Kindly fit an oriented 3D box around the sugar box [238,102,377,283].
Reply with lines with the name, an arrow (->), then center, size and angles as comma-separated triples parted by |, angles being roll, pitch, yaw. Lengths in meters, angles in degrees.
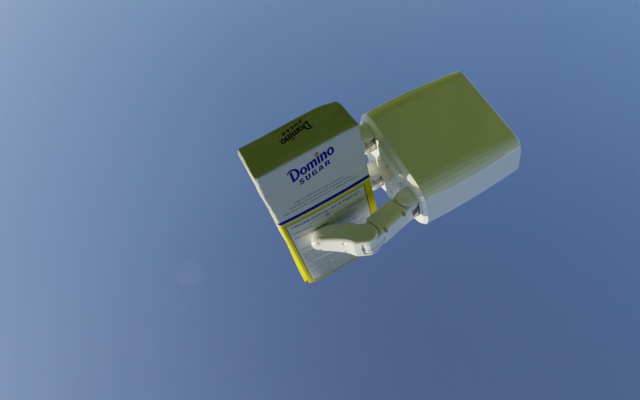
sugar box -> 0.000, 0.001, 0.436 | 0.093, 0.048, 0.176 | -28, -40, -7
